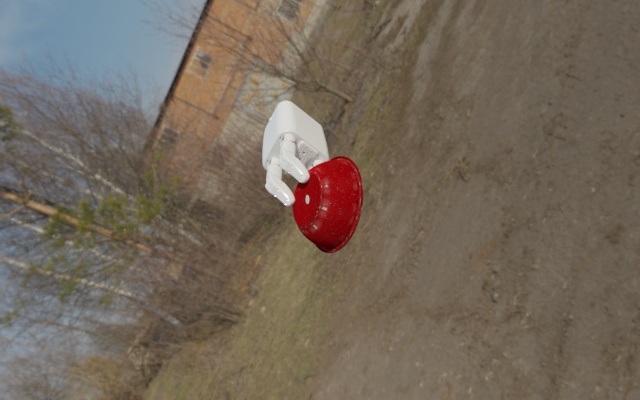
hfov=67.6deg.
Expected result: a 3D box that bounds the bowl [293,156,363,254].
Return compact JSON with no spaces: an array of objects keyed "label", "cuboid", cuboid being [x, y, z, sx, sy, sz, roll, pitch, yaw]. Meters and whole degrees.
[{"label":"bowl","cuboid":[0.000,0.003,0.769,0.055,0.162,0.162,10,-5,-31]}]
